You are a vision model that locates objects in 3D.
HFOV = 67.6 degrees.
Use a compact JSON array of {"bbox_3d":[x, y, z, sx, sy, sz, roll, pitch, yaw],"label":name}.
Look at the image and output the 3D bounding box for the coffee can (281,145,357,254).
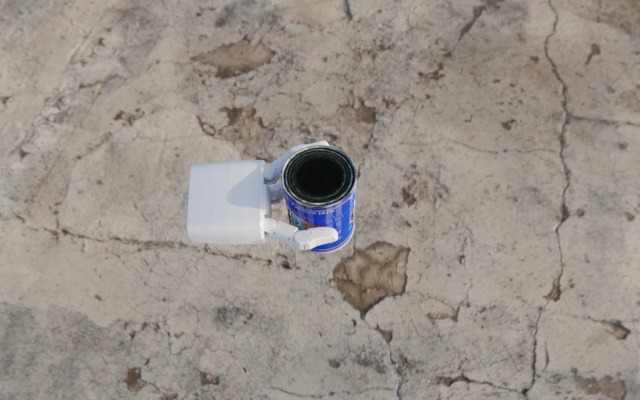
[{"bbox_3d":[0.000,0.002,0.697,0.103,0.102,0.140,0,-32,2],"label":"coffee can"}]
